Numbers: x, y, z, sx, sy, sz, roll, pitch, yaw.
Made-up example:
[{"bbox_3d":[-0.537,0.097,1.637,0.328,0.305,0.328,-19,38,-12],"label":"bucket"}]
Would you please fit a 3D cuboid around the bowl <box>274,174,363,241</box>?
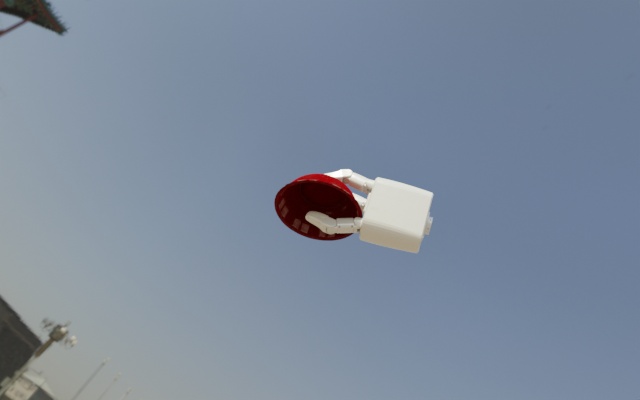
[{"bbox_3d":[-0.001,0.002,0.872,0.162,0.055,0.162,8,-42,7],"label":"bowl"}]
